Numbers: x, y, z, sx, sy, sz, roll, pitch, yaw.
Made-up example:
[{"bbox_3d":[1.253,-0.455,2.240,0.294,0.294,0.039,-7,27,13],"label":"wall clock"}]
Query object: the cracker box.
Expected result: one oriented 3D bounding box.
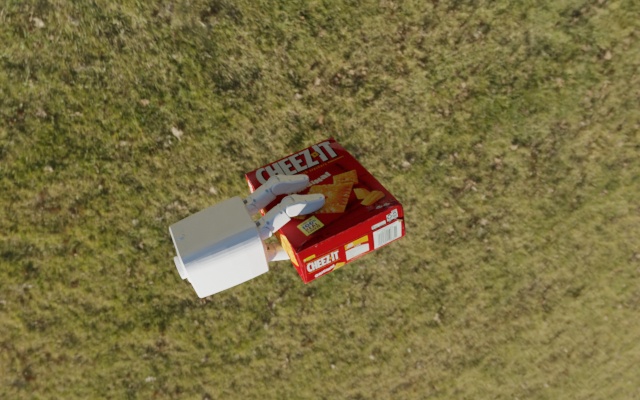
[{"bbox_3d":[0.000,0.003,0.718,0.164,0.072,0.213,-24,42,-14],"label":"cracker box"}]
